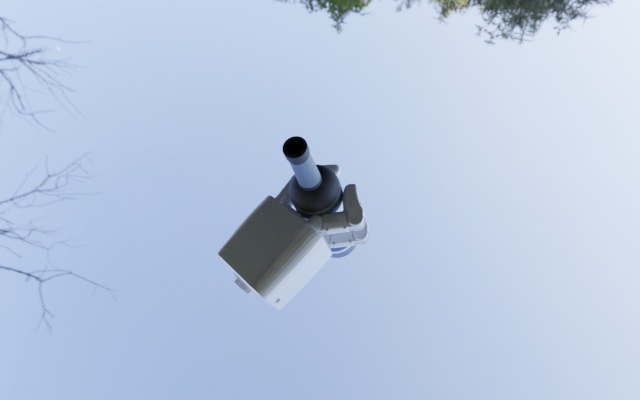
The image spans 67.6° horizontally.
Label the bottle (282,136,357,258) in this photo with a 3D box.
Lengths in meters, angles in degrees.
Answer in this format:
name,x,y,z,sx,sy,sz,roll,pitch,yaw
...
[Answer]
name,x,y,z,sx,sy,sz,roll,pitch,yaw
bottle,0.000,0.002,0.635,0.069,0.069,0.296,0,-23,12
